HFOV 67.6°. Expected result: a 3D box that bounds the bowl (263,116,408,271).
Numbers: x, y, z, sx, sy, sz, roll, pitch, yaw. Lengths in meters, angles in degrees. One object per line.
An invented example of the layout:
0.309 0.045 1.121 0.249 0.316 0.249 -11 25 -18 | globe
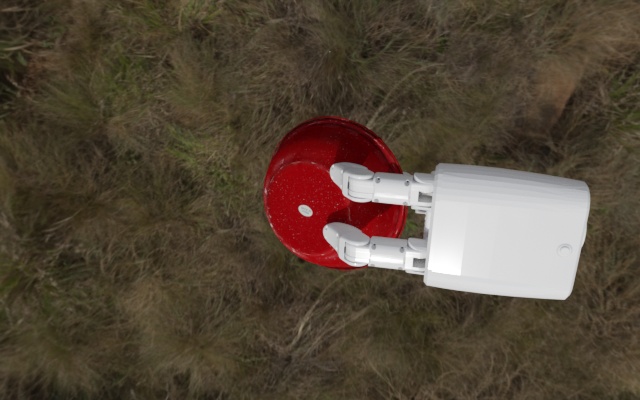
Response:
-0.001 0.002 0.468 0.162 0.162 0.055 0 14 30 | bowl
